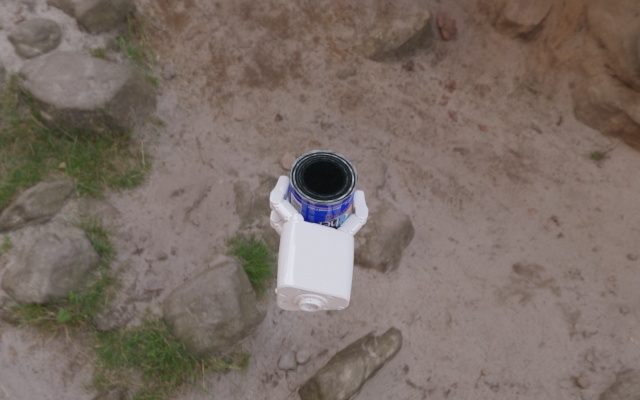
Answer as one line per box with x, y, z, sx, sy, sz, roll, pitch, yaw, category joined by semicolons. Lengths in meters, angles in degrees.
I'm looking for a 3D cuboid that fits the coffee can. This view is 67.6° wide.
0.000;0.002;0.768;0.103;0.102;0.140;0;-34;-5;coffee can
